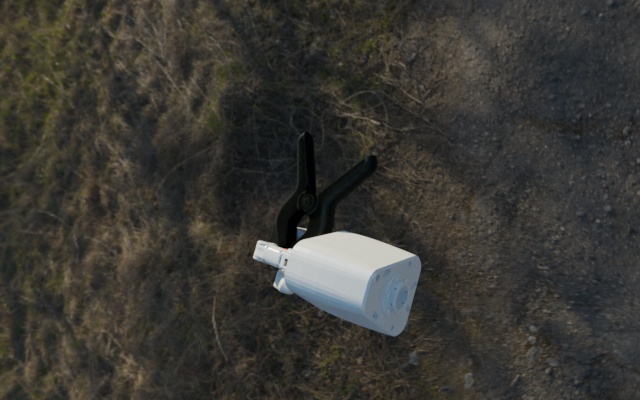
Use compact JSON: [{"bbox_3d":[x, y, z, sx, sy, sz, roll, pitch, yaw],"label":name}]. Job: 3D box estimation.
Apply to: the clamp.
[{"bbox_3d":[0.000,0.002,0.594,0.120,0.171,0.039,14,-3,39],"label":"clamp"}]
